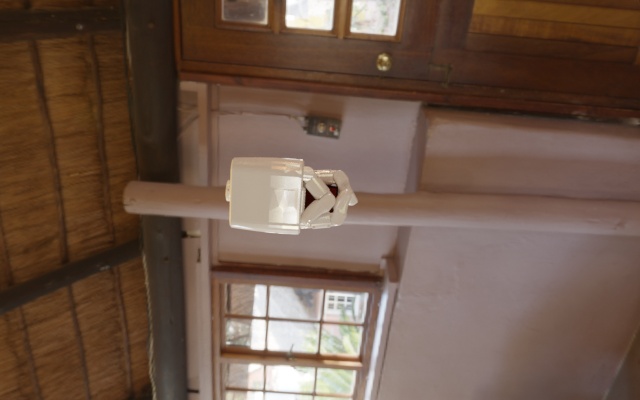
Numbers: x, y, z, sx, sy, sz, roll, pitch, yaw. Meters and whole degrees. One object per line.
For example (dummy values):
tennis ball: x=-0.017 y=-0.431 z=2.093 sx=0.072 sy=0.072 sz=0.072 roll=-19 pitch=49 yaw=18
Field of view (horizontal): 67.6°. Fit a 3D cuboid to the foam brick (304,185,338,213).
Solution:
foam brick: x=0.000 y=0.003 z=0.778 sx=0.051 sy=0.053 sz=0.078 roll=3 pitch=-3 yaw=-1
